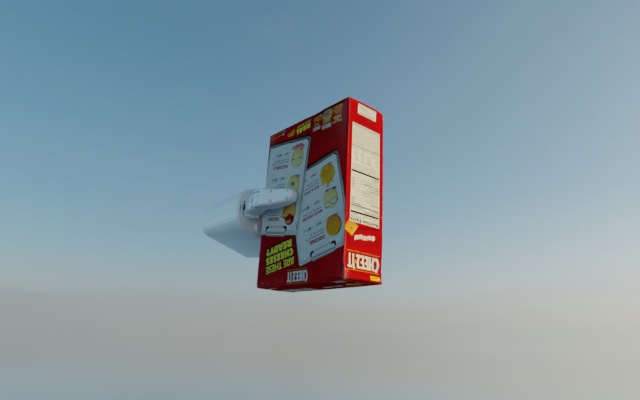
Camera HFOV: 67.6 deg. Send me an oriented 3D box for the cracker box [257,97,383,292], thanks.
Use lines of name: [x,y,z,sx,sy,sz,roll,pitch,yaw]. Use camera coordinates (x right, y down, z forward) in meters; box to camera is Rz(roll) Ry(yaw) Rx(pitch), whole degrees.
cracker box: [0.000,0.002,0.598,0.072,0.213,0.164,16,-21,-38]
